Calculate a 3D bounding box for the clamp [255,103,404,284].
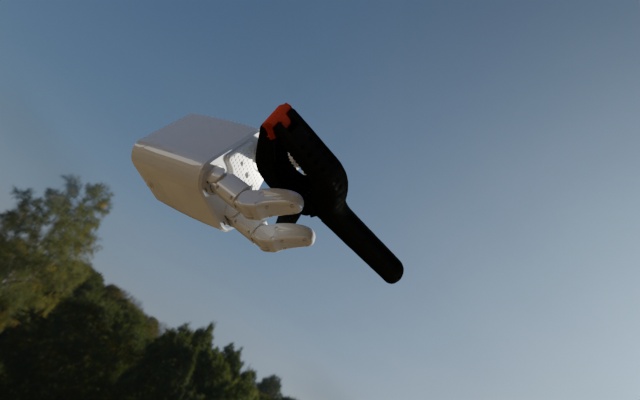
[{"bbox_3d":[0.000,0.001,0.460,0.164,0.036,0.210,19,-34,26],"label":"clamp"}]
